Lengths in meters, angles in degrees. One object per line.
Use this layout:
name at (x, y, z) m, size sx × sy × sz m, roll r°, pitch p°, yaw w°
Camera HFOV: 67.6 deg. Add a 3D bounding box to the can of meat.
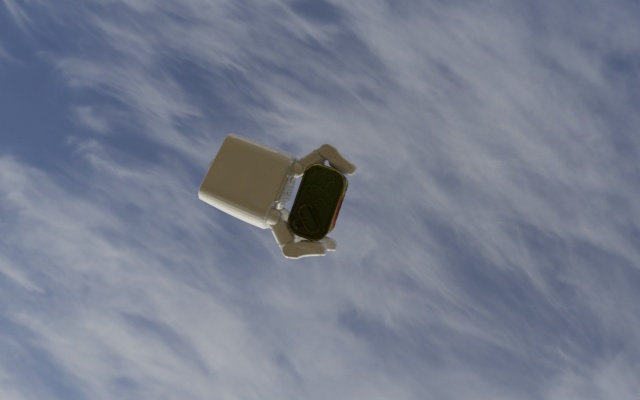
can of meat at (0.000, 0.002, 0.674) m, size 0.057 × 0.102 × 0.084 m, roll 20°, pitch 4°, yaw 8°
